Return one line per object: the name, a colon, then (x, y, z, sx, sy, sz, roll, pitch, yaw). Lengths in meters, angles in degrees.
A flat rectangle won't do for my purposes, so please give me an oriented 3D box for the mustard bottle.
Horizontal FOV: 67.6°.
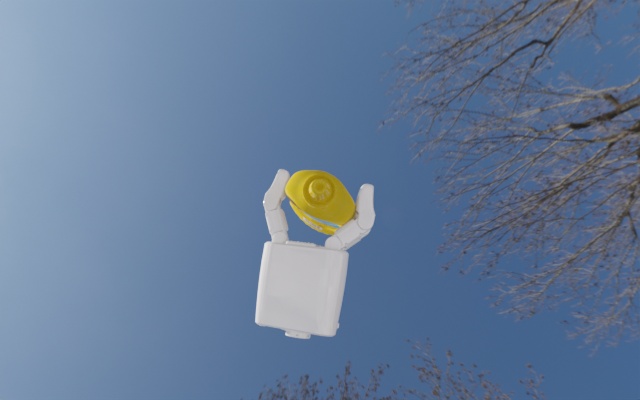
mustard bottle: (0.000, 0.002, 0.637, 0.096, 0.058, 0.192, 32, -8, 7)
